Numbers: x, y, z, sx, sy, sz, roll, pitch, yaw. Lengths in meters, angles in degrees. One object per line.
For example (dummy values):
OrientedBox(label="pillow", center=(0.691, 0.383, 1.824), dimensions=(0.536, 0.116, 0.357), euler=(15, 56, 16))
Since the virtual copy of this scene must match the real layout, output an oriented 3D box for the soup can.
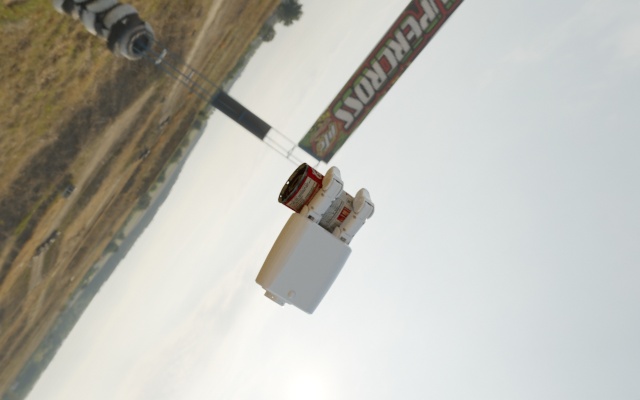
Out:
OrientedBox(label="soup can", center=(0.001, 0.002, 0.677), dimensions=(0.102, 0.068, 0.068), euler=(35, -12, -17))
